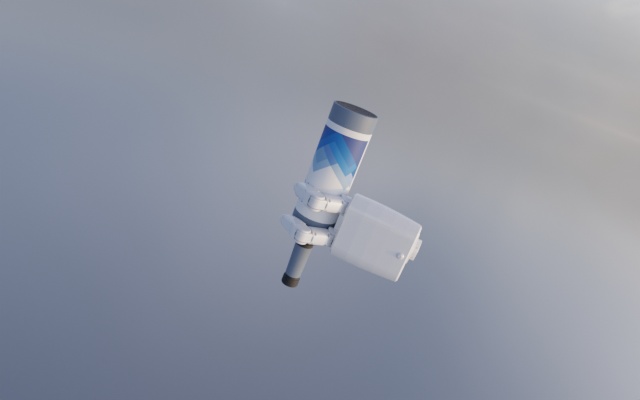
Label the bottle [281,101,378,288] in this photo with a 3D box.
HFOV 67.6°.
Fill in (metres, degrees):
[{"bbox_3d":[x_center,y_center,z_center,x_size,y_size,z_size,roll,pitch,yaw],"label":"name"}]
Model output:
[{"bbox_3d":[0.000,0.002,0.714,0.069,0.296,0.069,19,20,-7],"label":"bottle"}]
